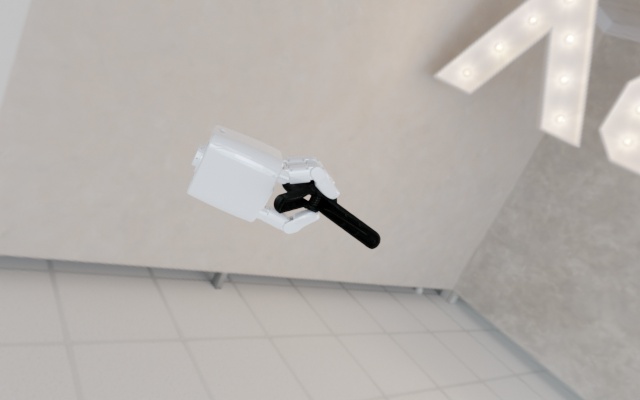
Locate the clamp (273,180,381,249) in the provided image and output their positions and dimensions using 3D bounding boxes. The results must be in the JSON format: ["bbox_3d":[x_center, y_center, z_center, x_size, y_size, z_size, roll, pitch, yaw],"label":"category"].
[{"bbox_3d":[-0.001,0.003,0.724,0.164,0.036,0.210,25,14,-16],"label":"clamp"}]
